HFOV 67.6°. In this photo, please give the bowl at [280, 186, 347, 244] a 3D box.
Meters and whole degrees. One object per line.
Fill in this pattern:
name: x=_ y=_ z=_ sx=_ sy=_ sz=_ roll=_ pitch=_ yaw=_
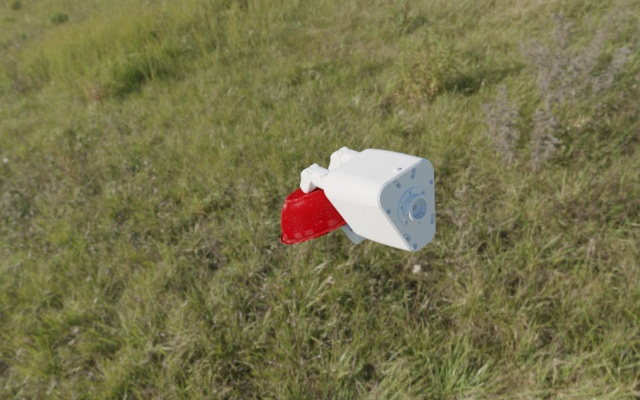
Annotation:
bowl: x=-0.001 y=0.002 z=0.728 sx=0.162 sy=0.055 sz=0.162 roll=-25 pitch=12 yaw=6
